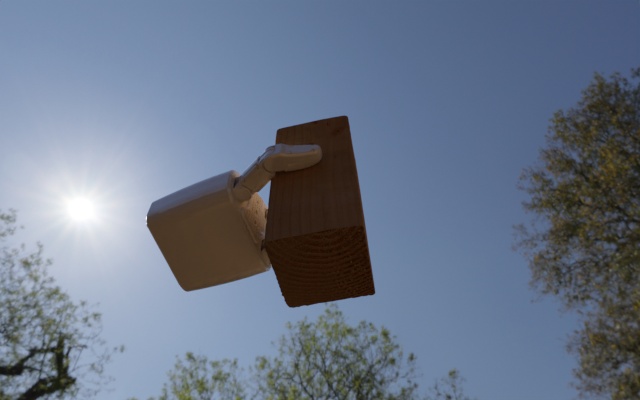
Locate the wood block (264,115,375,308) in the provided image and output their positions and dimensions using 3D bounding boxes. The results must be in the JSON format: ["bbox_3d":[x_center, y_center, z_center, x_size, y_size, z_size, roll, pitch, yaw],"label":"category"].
[{"bbox_3d":[0.000,0.001,0.515,0.090,0.091,0.206,-10,37,6],"label":"wood block"}]
